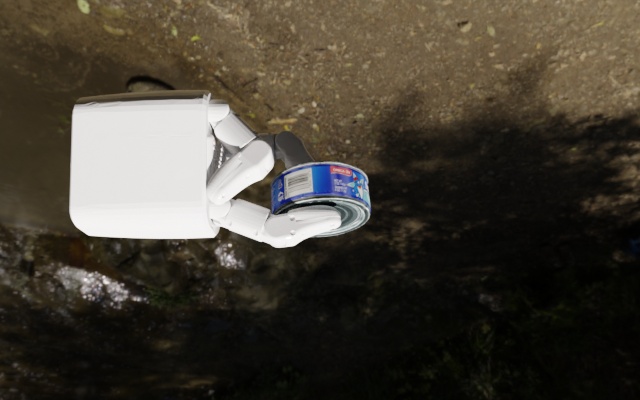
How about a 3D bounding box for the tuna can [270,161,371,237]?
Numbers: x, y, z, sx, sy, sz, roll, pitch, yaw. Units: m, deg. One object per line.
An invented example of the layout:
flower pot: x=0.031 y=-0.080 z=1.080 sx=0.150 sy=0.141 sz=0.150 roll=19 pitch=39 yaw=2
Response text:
tuna can: x=0.000 y=0.002 z=0.412 sx=0.086 sy=0.033 sz=0.086 roll=-3 pitch=-25 yaw=-2
